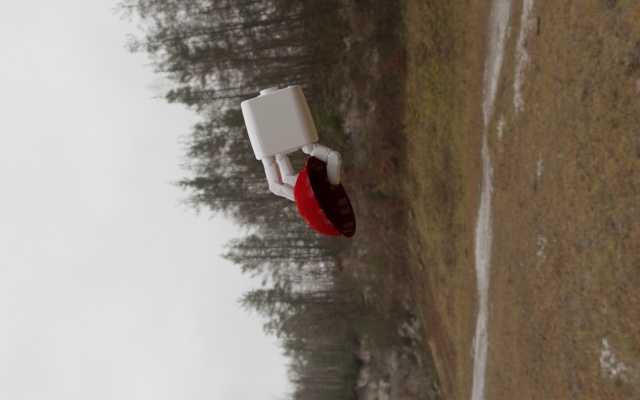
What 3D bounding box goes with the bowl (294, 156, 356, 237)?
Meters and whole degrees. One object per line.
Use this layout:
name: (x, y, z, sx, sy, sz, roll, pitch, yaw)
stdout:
bowl: (0.000, 0.004, 0.860, 0.055, 0.162, 0.162, -28, -11, 20)
